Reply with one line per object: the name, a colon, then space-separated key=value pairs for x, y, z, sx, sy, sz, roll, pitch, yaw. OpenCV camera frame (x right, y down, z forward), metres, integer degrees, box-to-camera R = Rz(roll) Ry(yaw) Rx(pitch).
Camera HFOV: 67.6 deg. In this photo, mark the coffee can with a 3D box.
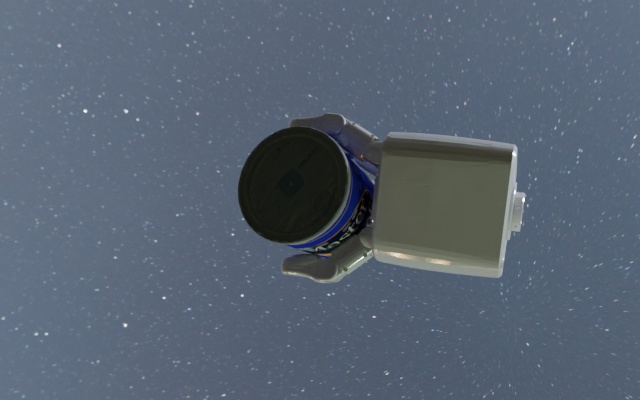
coffee can: x=0.000 y=0.002 z=0.463 sx=0.103 sy=0.102 sz=0.140 roll=0 pitch=-13 yaw=22
